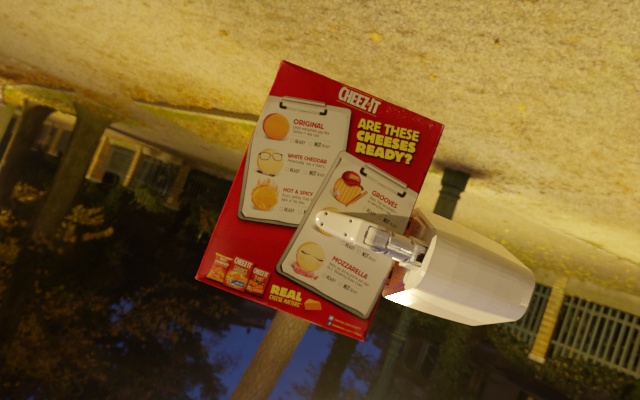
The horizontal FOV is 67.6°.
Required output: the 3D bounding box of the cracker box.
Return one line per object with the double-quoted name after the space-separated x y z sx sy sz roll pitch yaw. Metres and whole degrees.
0.000 0.002 0.459 0.164 0.213 0.072 21 -4 -4 "cracker box"
